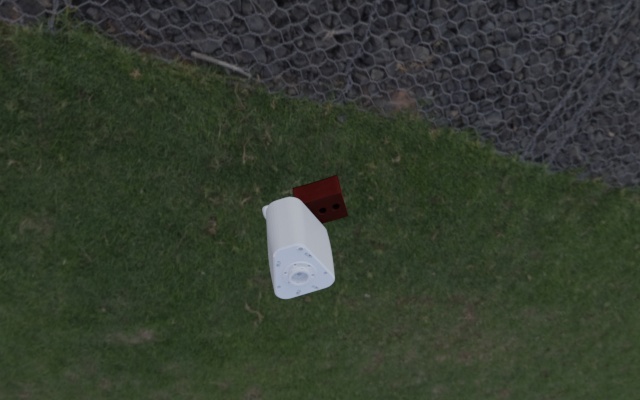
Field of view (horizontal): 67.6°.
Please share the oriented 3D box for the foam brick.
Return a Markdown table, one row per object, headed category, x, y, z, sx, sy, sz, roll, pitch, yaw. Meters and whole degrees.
| category | x | y | z | sx | sy | sz | roll | pitch | yaw |
| --- | --- | --- | --- | --- | --- | --- | --- | --- | --- |
| foam brick | 0.000 | 0.002 | 0.775 | 0.078 | 0.053 | 0.051 | -17 | 38 | 3 |
